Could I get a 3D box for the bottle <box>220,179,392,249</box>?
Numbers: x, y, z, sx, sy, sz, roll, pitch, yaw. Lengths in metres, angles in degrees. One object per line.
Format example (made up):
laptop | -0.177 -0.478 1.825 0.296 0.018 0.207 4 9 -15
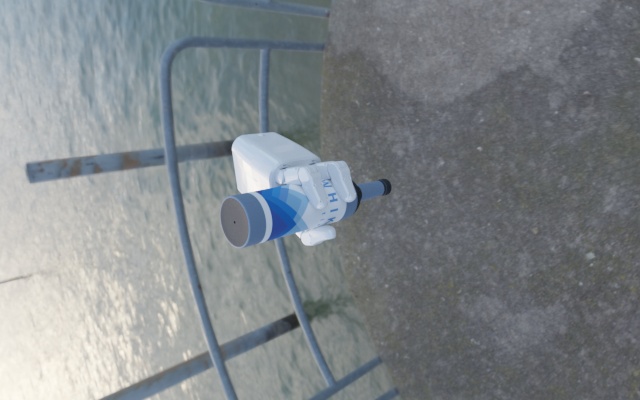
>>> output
bottle | 0.000 0.002 0.686 0.295 0.069 0.069 -13 9 -42
